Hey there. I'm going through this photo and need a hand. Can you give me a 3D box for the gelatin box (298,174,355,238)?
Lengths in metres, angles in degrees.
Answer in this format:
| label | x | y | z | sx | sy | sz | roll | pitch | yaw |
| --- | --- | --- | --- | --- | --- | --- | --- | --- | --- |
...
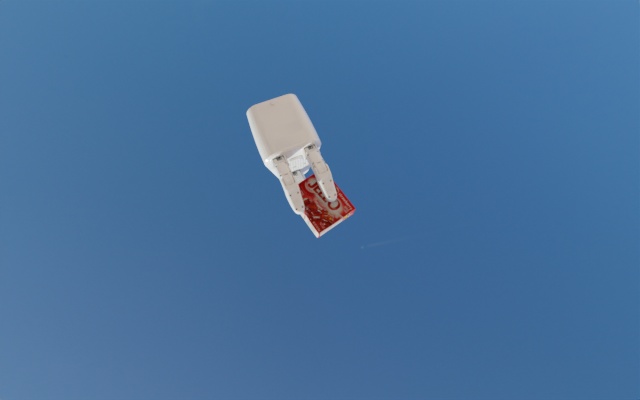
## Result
| label | x | y | z | sx | sy | sz | roll | pitch | yaw |
| --- | --- | --- | --- | --- | --- | --- | --- | --- | --- |
| gelatin box | 0.000 | 0.003 | 0.766 | 0.073 | 0.089 | 0.030 | -33 | -14 | -14 |
